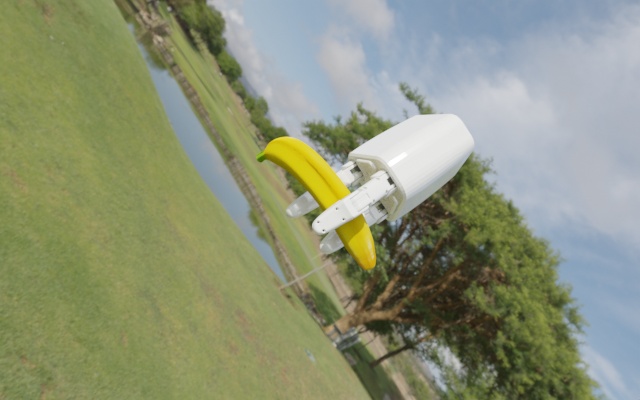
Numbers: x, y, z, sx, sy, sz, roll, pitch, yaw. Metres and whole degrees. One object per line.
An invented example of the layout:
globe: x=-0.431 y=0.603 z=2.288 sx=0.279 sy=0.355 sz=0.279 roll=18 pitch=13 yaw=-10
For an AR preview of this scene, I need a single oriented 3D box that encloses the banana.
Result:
banana: x=0.000 y=-0.010 z=0.529 sx=0.037 sy=0.197 sz=0.070 roll=-33 pitch=-23 yaw=-24
